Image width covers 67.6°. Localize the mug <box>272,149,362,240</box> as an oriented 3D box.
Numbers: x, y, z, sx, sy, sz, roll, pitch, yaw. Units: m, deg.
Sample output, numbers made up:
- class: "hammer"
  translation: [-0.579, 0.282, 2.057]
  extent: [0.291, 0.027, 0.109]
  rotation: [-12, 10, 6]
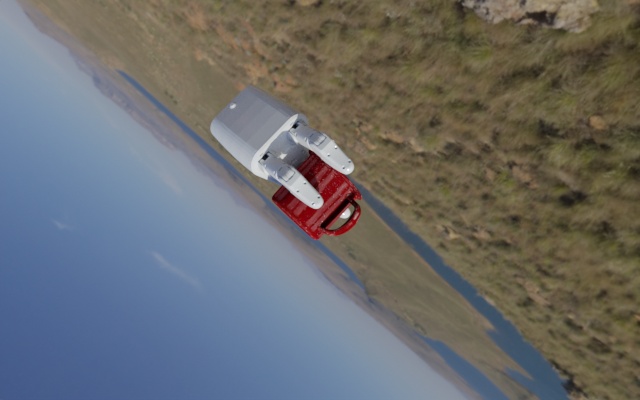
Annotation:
- class: "mug"
  translation: [0.001, 0.003, 0.605]
  extent: [0.117, 0.081, 0.093]
  rotation: [39, -6, 34]
